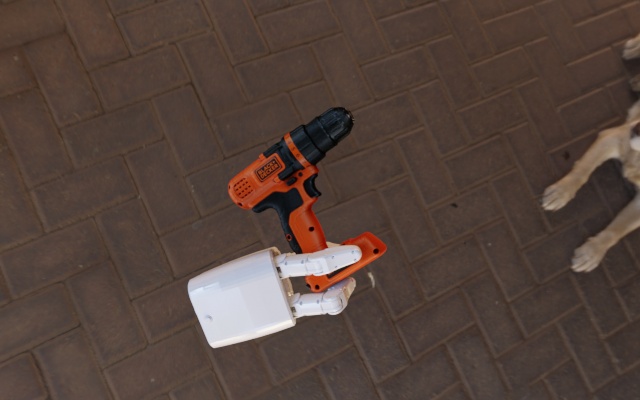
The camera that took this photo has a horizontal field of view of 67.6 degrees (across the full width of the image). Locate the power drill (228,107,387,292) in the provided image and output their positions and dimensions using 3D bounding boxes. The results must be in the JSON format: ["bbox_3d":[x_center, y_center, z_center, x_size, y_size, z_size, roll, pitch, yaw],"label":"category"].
[{"bbox_3d":[0.000,0.002,0.590,0.184,0.187,0.057,-35,-7,15],"label":"power drill"}]
